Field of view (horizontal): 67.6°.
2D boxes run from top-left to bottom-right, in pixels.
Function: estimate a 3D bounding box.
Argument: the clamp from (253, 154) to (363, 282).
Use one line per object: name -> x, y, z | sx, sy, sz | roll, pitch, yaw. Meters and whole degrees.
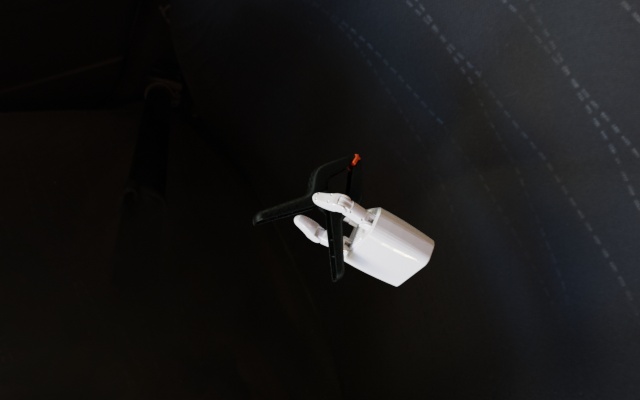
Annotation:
clamp -> 0.001, 0.002, 0.764 | 0.164, 0.210, 0.036 | 30, -25, -10
